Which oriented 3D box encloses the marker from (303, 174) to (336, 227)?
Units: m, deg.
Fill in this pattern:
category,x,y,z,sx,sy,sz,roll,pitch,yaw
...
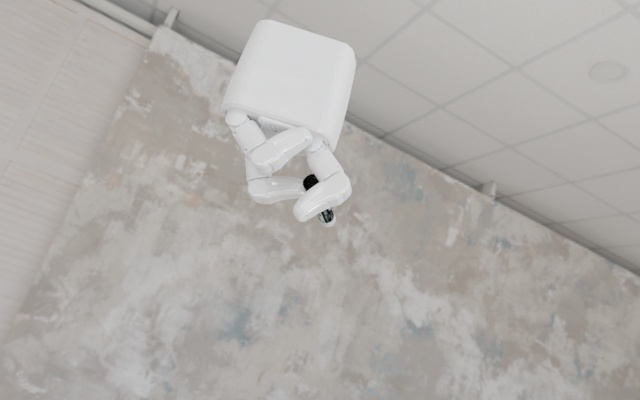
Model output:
category,x,y,z,sx,sy,sz,roll,pitch,yaw
marker,0.000,0.002,0.510,0.020,0.020,0.121,0,-20,9
